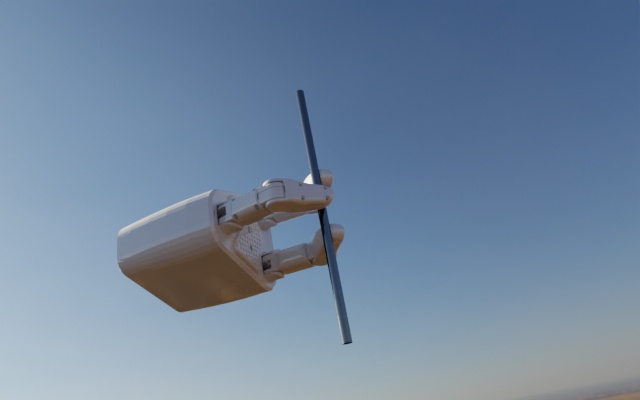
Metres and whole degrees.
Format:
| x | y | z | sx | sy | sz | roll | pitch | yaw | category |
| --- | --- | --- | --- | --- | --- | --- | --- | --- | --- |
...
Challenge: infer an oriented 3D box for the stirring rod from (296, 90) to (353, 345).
| x | y | z | sx | sy | sz | roll | pitch | yaw | category |
| --- | --- | --- | --- | --- | --- | --- | --- | --- | --- |
| 0.000 | 0.001 | 0.412 | 0.011 | 0.239 | 0.011 | -9 | -26 | -4 | stirring rod |
